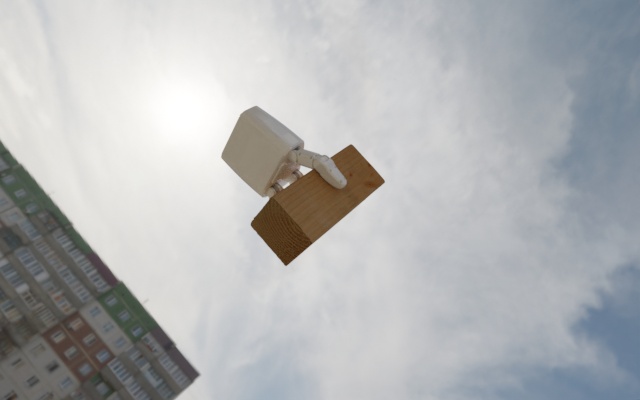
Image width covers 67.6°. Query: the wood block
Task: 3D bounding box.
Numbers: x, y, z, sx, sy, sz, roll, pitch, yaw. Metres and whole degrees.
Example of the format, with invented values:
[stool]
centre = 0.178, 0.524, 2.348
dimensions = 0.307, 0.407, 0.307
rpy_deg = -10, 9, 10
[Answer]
[wood block]
centre = 0.000, 0.002, 0.768
dimensions = 0.206, 0.090, 0.091
rpy_deg = -37, -6, -42
